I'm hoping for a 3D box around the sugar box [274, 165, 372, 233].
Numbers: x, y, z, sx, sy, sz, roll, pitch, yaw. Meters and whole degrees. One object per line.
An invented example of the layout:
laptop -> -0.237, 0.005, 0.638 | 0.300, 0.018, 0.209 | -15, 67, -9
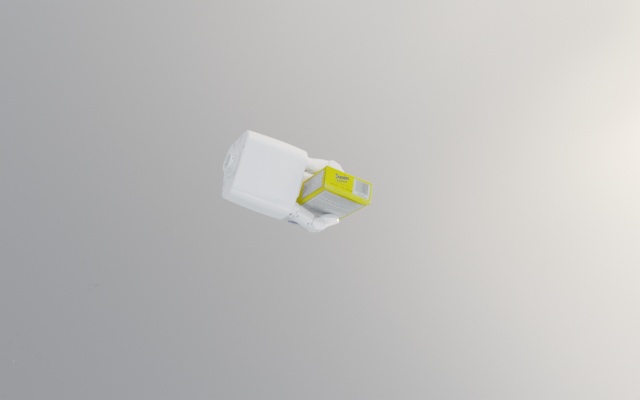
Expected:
sugar box -> 0.000, 0.002, 0.824 | 0.093, 0.048, 0.176 | 21, -26, -26
